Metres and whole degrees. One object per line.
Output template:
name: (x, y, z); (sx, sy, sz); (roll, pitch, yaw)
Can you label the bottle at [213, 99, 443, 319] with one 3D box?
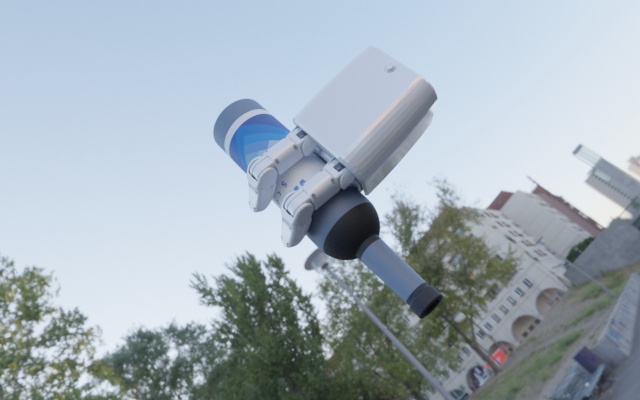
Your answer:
bottle: (0.000, 0.001, 0.472); (0.295, 0.069, 0.069); (43, 24, 29)
